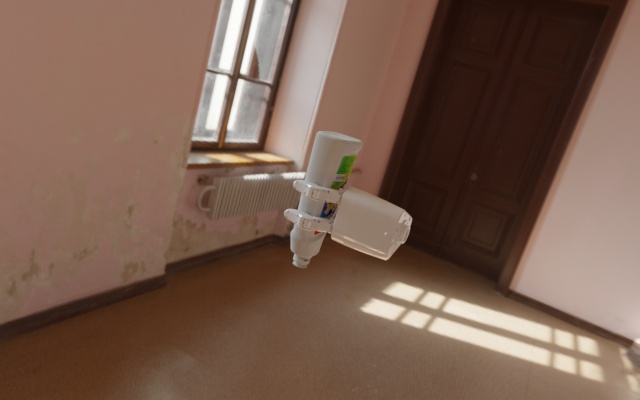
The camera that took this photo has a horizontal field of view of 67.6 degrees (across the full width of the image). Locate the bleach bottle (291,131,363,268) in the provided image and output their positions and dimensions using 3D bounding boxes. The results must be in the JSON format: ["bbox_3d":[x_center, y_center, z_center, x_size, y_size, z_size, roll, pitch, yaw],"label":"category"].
[{"bbox_3d":[0.000,0.003,0.872,0.068,0.251,0.102,23,15,22],"label":"bleach bottle"}]
